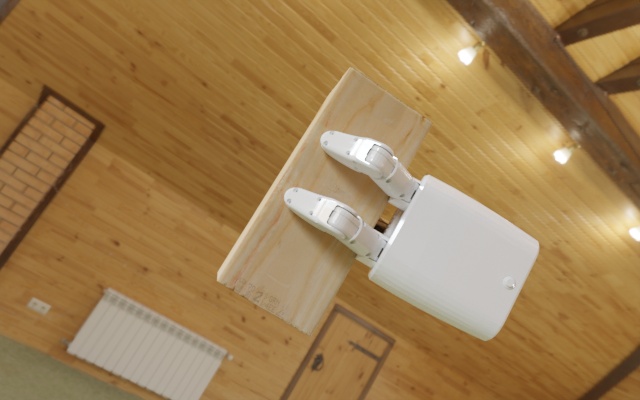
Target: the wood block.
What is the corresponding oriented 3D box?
[{"bbox_3d":[0.000,0.002,0.429,0.090,0.206,0.091,32,-10,-7],"label":"wood block"}]
